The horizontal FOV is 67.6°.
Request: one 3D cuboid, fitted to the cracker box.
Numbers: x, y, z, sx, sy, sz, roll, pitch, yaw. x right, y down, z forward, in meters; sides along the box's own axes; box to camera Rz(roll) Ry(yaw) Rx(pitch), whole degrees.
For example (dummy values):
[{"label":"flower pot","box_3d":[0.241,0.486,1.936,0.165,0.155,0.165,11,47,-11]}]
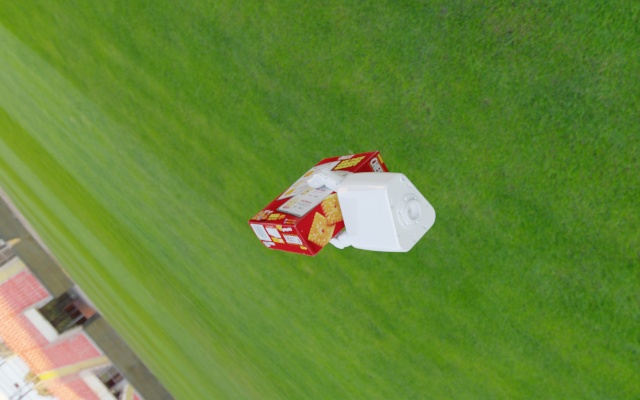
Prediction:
[{"label":"cracker box","box_3d":[0.000,0.003,0.847,0.213,0.072,0.164,-41,22,-28]}]
